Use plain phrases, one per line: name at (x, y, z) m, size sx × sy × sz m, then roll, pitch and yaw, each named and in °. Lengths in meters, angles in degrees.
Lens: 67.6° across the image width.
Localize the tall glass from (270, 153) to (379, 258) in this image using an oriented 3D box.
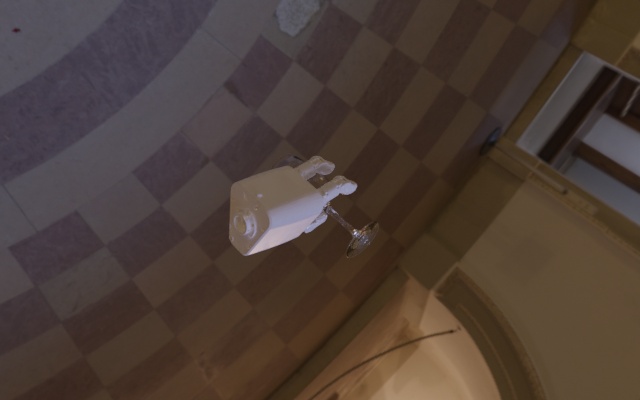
tall glass at (0.001, 0.003, 0.797) m, size 0.201 × 0.079 × 0.079 m, roll 42°, pitch 21°, yaw 25°
